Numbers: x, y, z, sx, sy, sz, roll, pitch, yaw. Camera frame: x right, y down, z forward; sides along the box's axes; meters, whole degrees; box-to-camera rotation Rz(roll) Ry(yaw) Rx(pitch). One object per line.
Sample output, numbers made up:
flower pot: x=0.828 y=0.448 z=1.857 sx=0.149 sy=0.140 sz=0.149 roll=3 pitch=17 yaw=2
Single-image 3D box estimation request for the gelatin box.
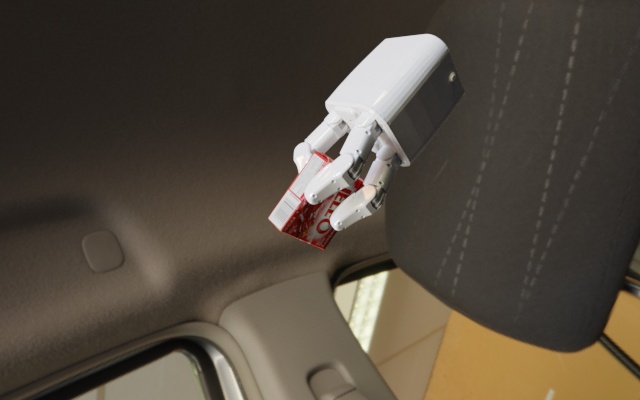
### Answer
gelatin box: x=0.000 y=0.002 z=0.504 sx=0.073 sy=0.089 sz=0.030 roll=28 pitch=10 yaw=-46
